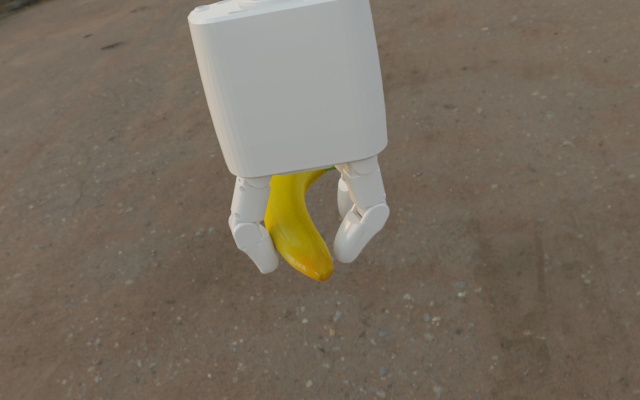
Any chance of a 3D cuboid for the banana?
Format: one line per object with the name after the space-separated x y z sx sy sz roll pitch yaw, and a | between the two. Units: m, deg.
-0.018 0.001 0.428 0.069 0.037 0.197 -3 32 7 | banana
